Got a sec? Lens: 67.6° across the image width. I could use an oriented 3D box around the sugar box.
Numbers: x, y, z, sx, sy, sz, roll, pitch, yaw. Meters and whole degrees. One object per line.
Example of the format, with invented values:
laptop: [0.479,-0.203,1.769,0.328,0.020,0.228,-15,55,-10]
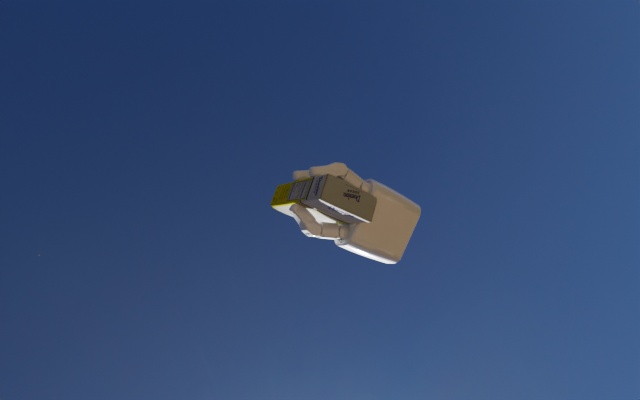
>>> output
sugar box: [0.000,0.002,0.742,0.093,0.048,0.176,25,-17,-26]
